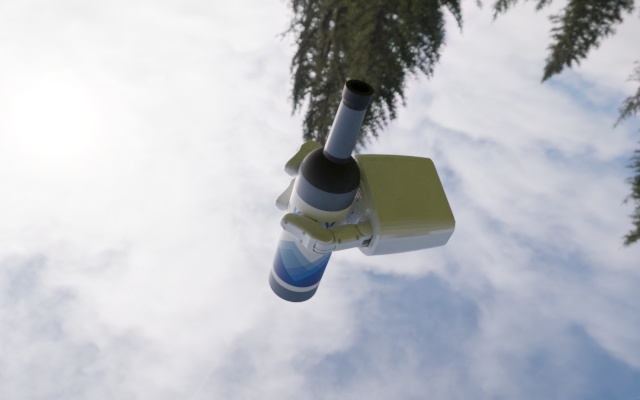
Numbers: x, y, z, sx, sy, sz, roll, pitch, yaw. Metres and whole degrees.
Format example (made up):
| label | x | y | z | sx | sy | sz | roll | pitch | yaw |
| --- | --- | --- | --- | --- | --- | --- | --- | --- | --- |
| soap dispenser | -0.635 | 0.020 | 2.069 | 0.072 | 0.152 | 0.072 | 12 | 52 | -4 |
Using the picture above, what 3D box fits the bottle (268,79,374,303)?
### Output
| label | x | y | z | sx | sy | sz | roll | pitch | yaw |
| --- | --- | --- | --- | --- | --- | --- | --- | --- | --- |
| bottle | 0.000 | 0.002 | 0.531 | 0.069 | 0.296 | 0.069 | 10 | 42 | -10 |
